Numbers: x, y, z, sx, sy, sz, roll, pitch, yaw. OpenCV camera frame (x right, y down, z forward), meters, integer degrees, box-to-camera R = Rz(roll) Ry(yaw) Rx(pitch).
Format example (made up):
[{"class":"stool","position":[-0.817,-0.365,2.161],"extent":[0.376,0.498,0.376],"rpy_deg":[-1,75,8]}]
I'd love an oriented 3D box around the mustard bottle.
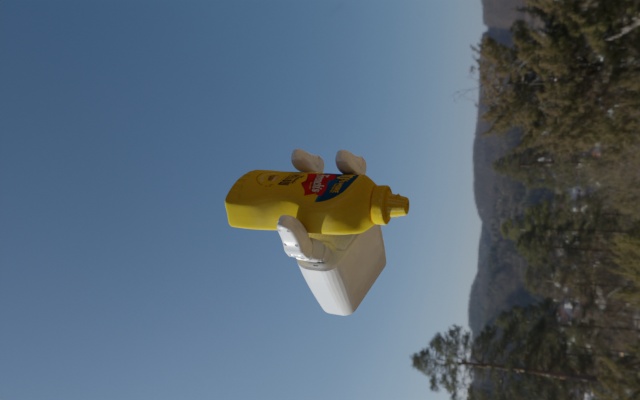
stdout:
[{"class":"mustard bottle","position":[0.000,0.001,0.518],"extent":[0.191,0.058,0.096],"rpy_deg":[4,23,23]}]
